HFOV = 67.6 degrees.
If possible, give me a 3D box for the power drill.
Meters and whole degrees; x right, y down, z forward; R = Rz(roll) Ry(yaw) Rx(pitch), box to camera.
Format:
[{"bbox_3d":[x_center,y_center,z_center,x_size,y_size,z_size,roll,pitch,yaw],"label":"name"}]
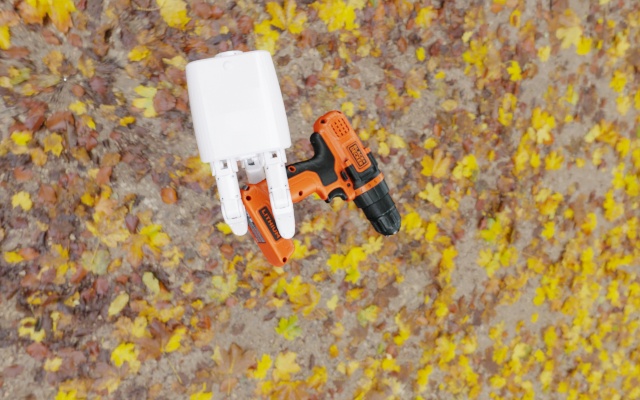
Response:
[{"bbox_3d":[0.000,0.002,0.604,0.187,0.184,0.057,-34,7,-24],"label":"power drill"}]
